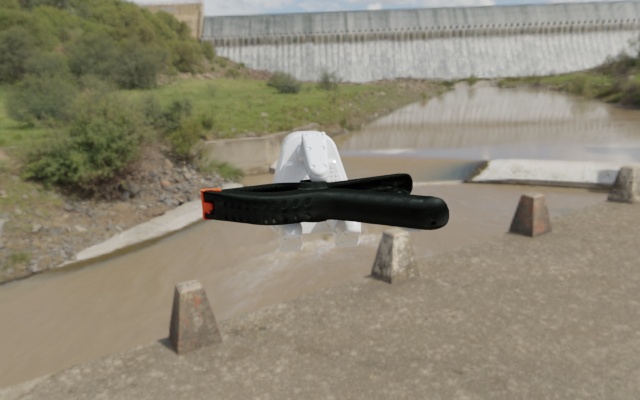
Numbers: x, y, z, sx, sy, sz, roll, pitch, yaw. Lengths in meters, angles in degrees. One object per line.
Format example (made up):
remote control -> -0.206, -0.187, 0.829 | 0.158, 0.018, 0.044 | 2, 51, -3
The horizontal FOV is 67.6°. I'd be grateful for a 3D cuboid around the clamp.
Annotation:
clamp -> -0.001, 0.001, 0.417 | 0.210, 0.036, 0.164 | -3, 9, -6
